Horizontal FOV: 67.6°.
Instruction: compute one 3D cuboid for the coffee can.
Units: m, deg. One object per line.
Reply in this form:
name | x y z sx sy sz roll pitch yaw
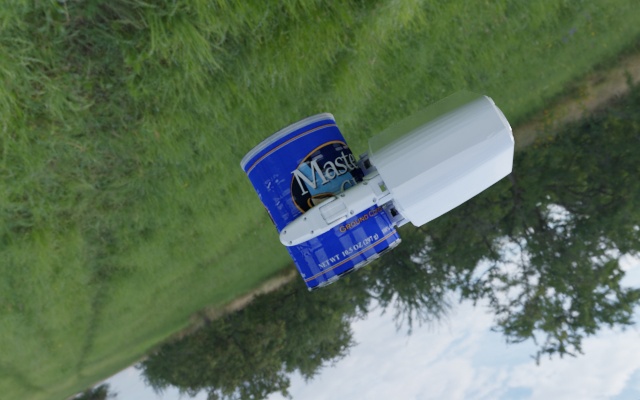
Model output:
coffee can | 0.000 0.001 0.465 0.103 0.140 0.103 -29 -4 -2
